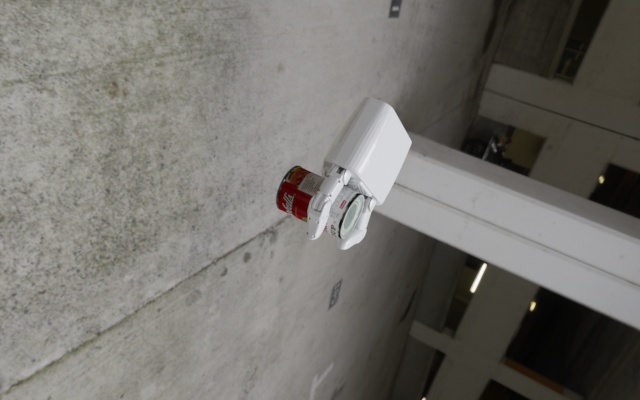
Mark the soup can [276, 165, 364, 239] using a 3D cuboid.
[{"bbox_3d":[0.000,0.003,0.650,0.102,0.068,0.068,25,9,21],"label":"soup can"}]
